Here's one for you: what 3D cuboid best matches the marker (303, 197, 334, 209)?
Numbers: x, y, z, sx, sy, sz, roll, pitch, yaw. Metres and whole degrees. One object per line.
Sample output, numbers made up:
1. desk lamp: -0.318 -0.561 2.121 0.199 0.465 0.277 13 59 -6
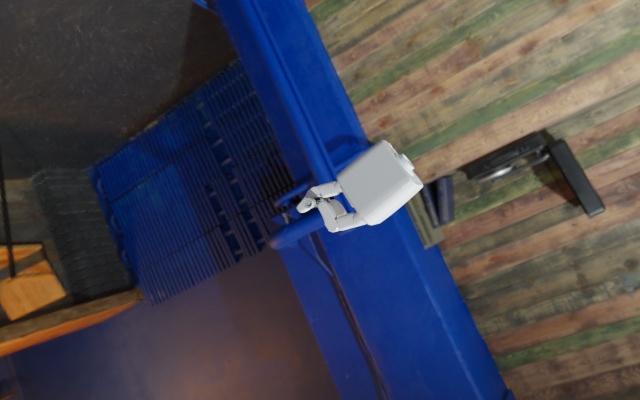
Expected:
1. marker: 0.000 0.003 0.875 0.020 0.020 0.121 0 2 21
